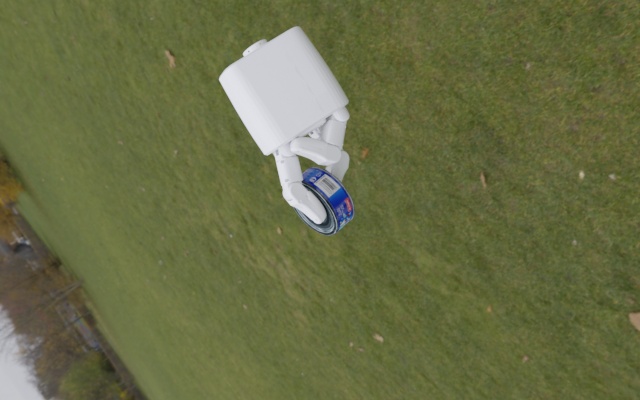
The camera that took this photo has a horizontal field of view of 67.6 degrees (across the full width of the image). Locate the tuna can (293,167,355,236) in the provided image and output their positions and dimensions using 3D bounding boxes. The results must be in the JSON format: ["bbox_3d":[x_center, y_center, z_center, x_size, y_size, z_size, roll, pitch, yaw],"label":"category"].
[{"bbox_3d":[0.000,0.002,0.602,0.033,0.086,0.086,-41,22,-28],"label":"tuna can"}]
